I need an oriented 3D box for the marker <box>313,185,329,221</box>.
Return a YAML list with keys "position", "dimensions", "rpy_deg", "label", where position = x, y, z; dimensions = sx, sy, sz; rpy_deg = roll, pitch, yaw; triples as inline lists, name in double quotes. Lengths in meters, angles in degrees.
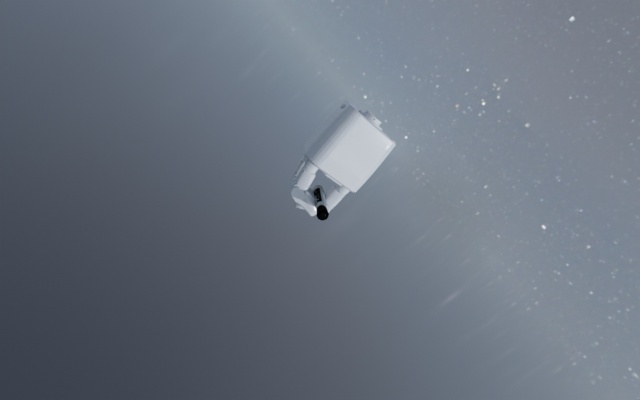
- position: [0.000, 0.003, 0.771]
  dimensions: [0.020, 0.020, 0.121]
  rpy_deg: [0, 20, -3]
  label: "marker"
